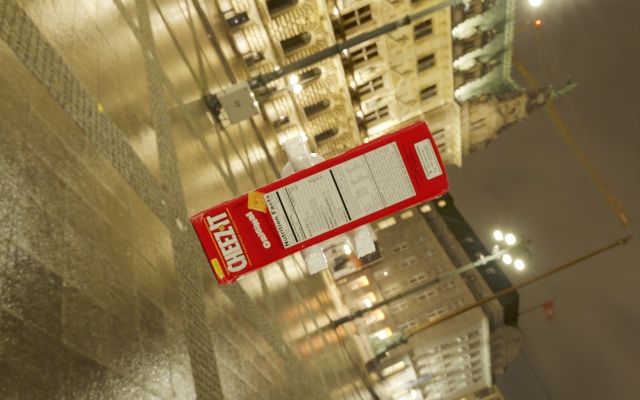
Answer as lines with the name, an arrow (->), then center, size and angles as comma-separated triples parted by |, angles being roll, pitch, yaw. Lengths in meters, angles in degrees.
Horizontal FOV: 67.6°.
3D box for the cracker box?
cracker box -> 0.000, 0.001, 0.472 | 0.213, 0.072, 0.164 | -23, 2, -1
